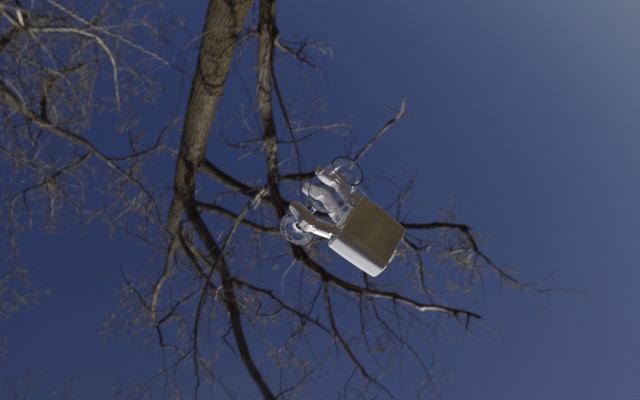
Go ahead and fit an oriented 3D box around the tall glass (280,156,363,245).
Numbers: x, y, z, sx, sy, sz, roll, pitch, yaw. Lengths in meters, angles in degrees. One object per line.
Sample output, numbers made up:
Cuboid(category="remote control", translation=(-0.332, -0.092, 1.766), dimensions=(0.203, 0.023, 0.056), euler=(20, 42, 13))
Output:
Cuboid(category="tall glass", translation=(0.000, 0.003, 0.883), dimensions=(0.079, 0.079, 0.201), euler=(0, -33, -34))
